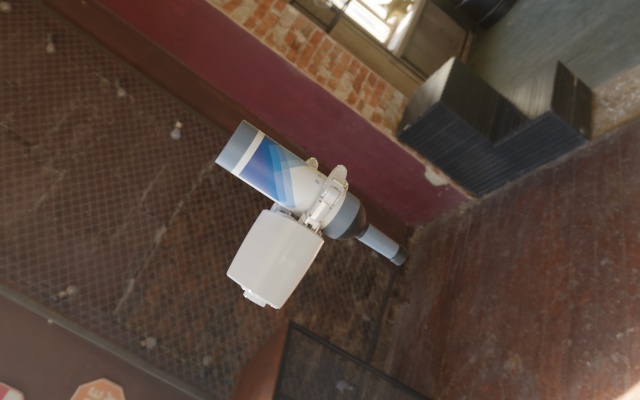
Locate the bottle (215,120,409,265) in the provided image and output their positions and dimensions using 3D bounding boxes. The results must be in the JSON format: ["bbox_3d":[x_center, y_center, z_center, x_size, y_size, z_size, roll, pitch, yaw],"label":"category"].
[{"bbox_3d":[0.000,0.002,0.654,0.296,0.069,0.069,34,-9,-14],"label":"bottle"}]
